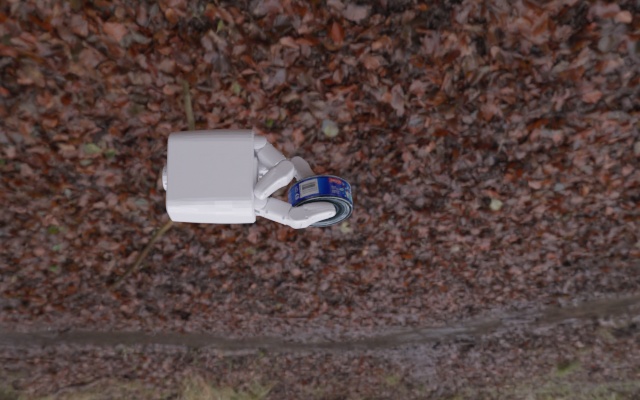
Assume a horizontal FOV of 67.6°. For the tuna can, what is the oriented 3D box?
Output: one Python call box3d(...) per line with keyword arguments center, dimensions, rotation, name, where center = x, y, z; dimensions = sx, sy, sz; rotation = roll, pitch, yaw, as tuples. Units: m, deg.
box3d(center=(0.000, 0.003, 0.637), dimensions=(0.086, 0.033, 0.086), rotation=(-5, -30, -3), name="tuna can")
